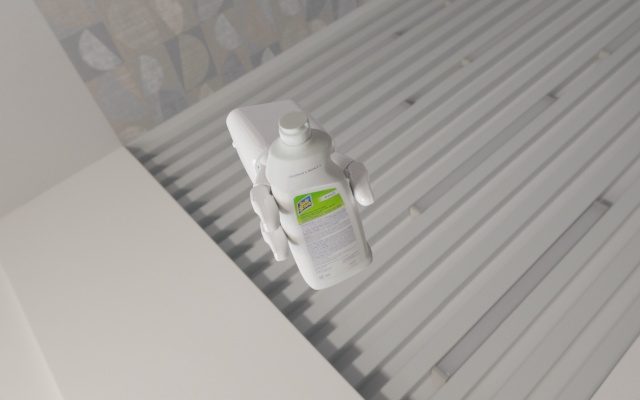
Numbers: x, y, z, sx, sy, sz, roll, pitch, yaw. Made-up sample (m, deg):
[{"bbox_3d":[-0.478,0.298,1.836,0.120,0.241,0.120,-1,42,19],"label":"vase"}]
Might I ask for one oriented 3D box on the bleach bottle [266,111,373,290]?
[{"bbox_3d":[0.000,0.002,0.555,0.102,0.251,0.068,-26,48,-12],"label":"bleach bottle"}]
